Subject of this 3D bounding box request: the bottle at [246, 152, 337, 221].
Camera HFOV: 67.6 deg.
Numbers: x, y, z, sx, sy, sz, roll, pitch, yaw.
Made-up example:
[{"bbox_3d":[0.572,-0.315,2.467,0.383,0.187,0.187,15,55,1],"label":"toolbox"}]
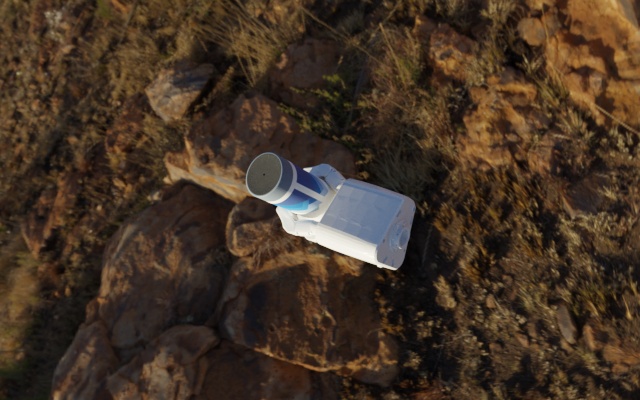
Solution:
[{"bbox_3d":[0.000,0.002,0.783,0.069,0.069,0.296,0,-15,34],"label":"bottle"}]
